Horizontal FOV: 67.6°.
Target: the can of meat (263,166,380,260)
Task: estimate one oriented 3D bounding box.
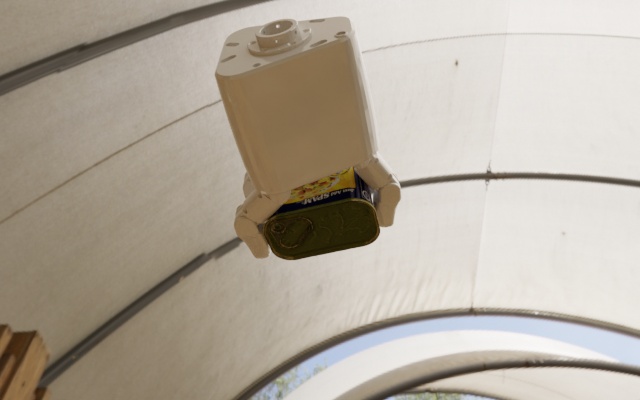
[{"bbox_3d":[0.000,0.001,0.455,0.102,0.057,0.083,-13,40,8],"label":"can of meat"}]
